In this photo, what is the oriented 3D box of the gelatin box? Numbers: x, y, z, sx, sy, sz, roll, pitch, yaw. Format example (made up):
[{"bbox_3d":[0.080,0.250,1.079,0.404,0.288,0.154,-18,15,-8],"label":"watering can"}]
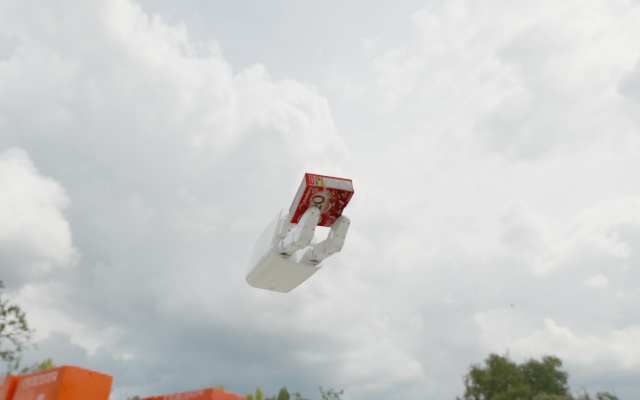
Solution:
[{"bbox_3d":[0.000,0.002,0.706,0.073,0.030,0.089,8,-43,-18],"label":"gelatin box"}]
